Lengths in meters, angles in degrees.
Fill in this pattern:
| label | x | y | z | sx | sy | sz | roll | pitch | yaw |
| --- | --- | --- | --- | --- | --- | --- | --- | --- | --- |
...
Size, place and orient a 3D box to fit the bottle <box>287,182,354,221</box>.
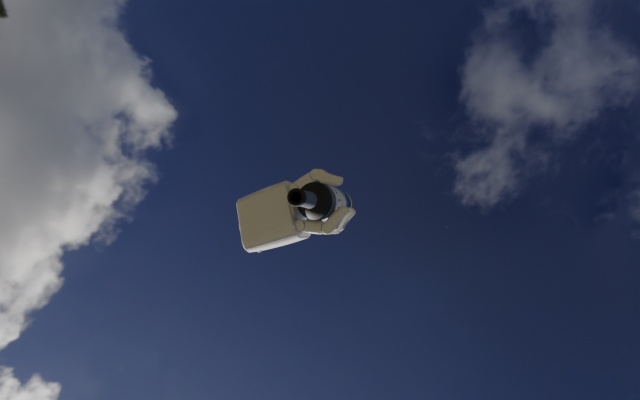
| label | x | y | z | sx | sy | sz | roll | pitch | yaw |
| --- | --- | --- | --- | --- | --- | --- | --- | --- | --- |
| bottle | 0.000 | 0.003 | 0.859 | 0.069 | 0.069 | 0.296 | 0 | -3 | 15 |
